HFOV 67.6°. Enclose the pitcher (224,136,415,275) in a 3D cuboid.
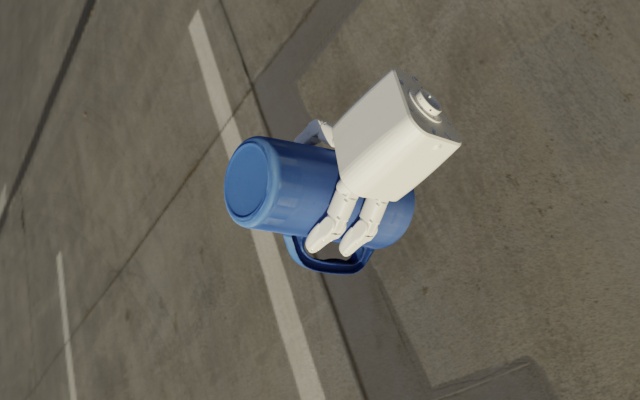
[{"bbox_3d":[0.000,0.002,0.625,0.243,0.149,0.145,9,-41,-43],"label":"pitcher"}]
